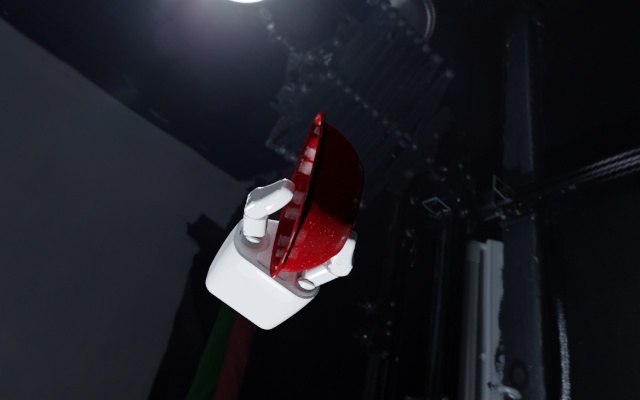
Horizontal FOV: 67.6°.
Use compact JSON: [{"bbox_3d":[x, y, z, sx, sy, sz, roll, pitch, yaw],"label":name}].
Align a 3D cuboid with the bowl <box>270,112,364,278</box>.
[{"bbox_3d":[0.001,0.001,0.453,0.055,0.162,0.162,16,-3,-8],"label":"bowl"}]
